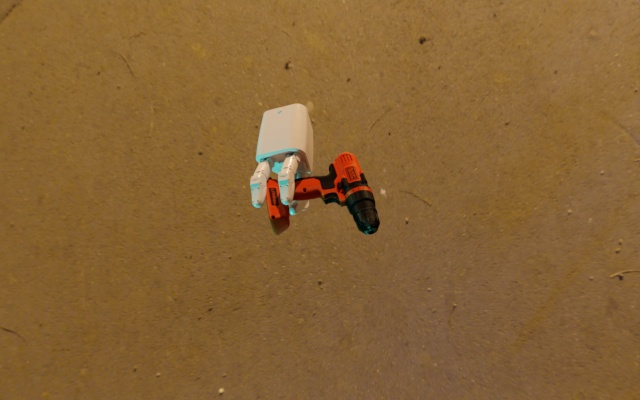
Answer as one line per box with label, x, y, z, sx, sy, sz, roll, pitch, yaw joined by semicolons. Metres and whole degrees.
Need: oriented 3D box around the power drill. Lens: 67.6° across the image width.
power drill;0.000;0.003;0.852;0.187;0.184;0.057;-13;-42;-4
